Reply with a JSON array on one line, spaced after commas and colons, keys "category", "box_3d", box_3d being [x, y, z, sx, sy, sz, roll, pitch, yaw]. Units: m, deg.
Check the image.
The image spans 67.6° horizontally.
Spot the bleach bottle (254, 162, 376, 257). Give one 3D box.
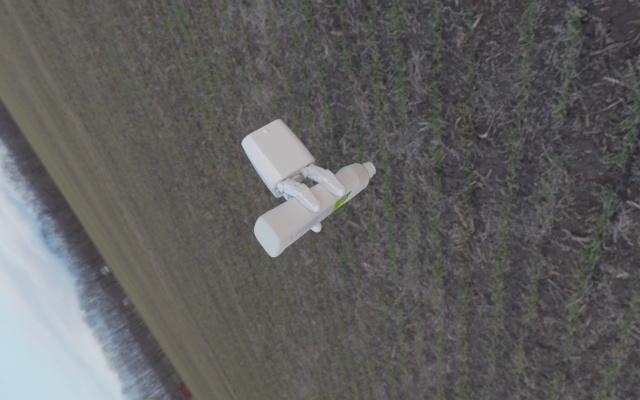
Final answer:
[{"category": "bleach bottle", "box_3d": [0.000, 0.003, 0.880, 0.250, 0.068, 0.103, -33, -11, -25]}]
